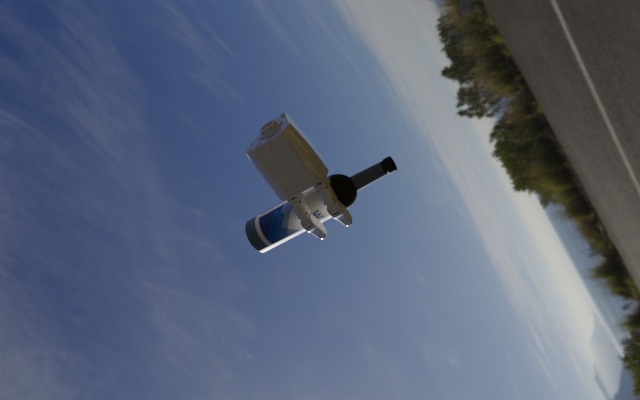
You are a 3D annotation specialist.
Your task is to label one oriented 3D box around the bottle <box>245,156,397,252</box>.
[{"bbox_3d":[0.000,0.003,0.845,0.296,0.069,0.069,-28,-11,22],"label":"bottle"}]
